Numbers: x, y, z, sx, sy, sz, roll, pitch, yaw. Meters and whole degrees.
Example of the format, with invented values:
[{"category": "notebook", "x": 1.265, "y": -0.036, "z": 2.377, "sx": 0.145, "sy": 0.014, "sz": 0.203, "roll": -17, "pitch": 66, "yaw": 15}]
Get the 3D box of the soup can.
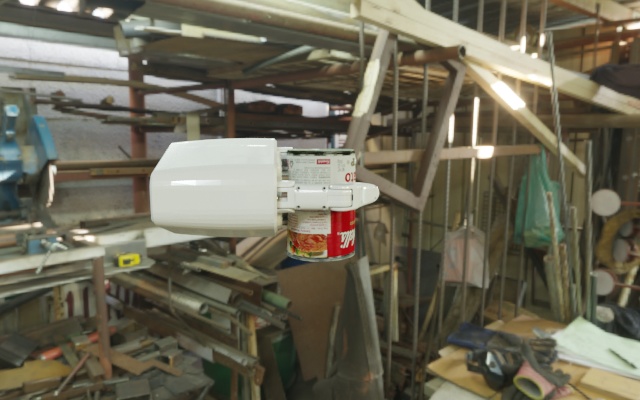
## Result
[{"category": "soup can", "x": 0.001, "y": 0.001, "z": 0.465, "sx": 0.068, "sy": 0.102, "sz": 0.068, "roll": 0, "pitch": 8, "yaw": 0}]
